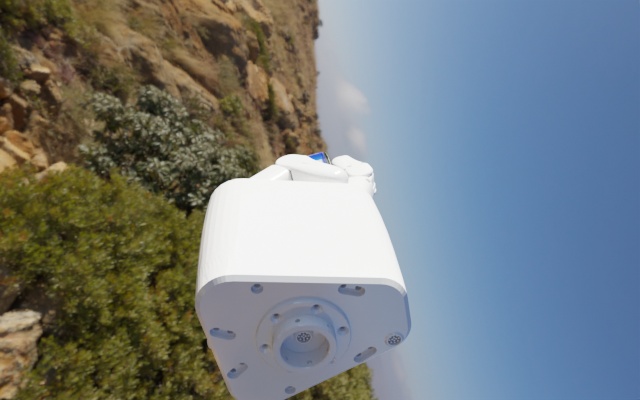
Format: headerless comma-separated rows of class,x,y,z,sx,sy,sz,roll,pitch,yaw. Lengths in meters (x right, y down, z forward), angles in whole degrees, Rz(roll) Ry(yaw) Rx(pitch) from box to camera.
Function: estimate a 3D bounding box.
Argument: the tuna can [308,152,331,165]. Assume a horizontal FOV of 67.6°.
tuna can,0.001,0.001,0.422,0.034,0.086,0.086,-17,0,-1
